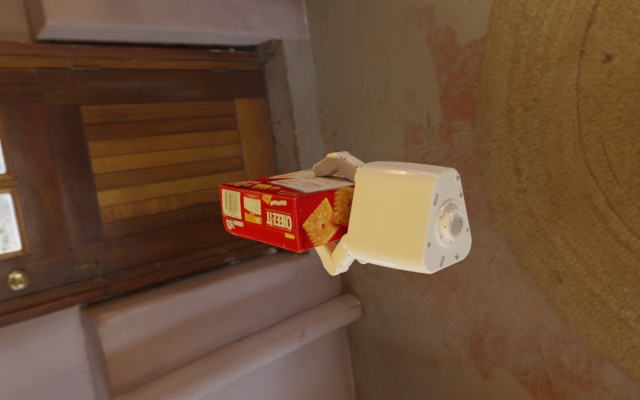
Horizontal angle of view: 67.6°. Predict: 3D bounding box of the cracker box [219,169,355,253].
[{"bbox_3d":[0.000,0.002,0.639,0.213,0.072,0.164,-13,14,-41],"label":"cracker box"}]
